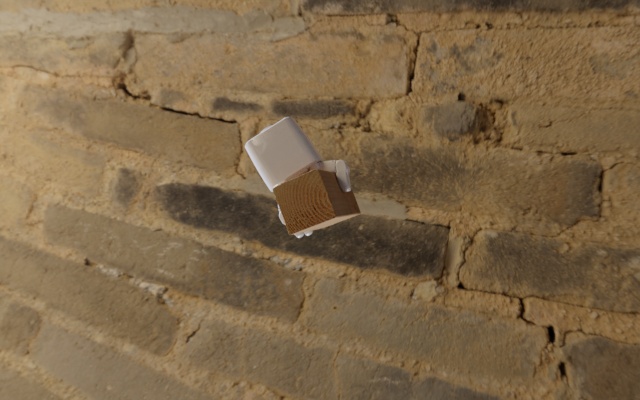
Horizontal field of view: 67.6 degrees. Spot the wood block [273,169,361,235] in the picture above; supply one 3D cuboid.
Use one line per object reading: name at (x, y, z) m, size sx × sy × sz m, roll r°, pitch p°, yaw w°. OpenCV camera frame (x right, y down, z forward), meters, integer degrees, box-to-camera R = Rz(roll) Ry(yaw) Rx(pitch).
wood block at (0.000, 0.002, 0.897) m, size 0.091 × 0.090 × 0.206 m, roll -22°, pitch -6°, yaw 15°
